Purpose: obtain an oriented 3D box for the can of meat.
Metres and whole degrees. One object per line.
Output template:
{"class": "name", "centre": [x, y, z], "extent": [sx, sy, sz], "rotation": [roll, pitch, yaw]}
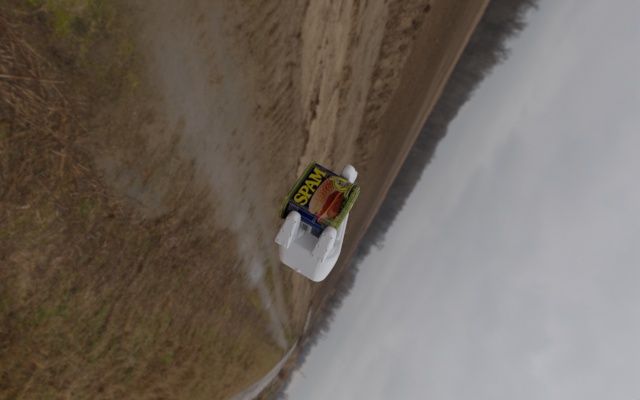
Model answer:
{"class": "can of meat", "centre": [0.000, 0.002, 0.706], "extent": [0.084, 0.102, 0.057], "rotation": [30, -31, 7]}
